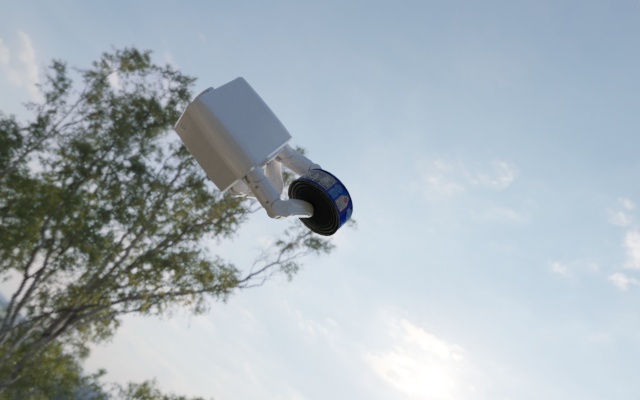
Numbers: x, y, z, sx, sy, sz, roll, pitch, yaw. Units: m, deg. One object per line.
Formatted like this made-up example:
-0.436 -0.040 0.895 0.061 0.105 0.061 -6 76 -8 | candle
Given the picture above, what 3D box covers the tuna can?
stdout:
0.001 0.002 0.619 0.086 0.086 0.033 0 32 49 | tuna can
